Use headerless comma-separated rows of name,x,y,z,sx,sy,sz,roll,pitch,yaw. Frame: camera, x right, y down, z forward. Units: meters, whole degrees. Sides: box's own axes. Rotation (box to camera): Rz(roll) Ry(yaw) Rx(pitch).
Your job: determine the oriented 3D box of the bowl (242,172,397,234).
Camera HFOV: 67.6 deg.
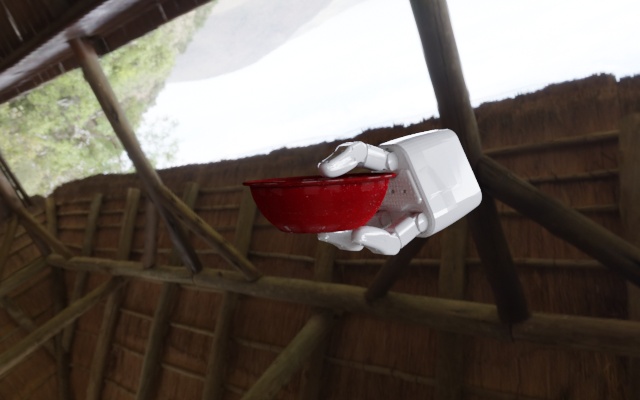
bowl,-0.001,0.002,0.507,0.162,0.055,0.162,-3,4,0
